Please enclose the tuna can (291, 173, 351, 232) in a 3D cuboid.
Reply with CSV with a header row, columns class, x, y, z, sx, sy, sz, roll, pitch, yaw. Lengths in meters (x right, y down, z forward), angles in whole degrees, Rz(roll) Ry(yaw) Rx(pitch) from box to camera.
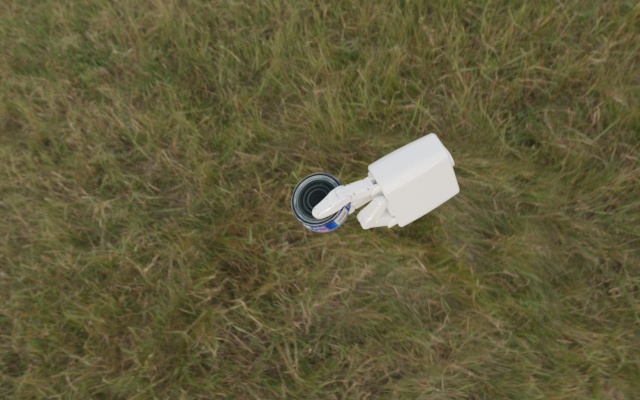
class,x,y,z,sx,sy,sz,roll,pitch,yaw
tuna can,0.000,0.002,0.714,0.086,0.086,0.034,0,-18,19
